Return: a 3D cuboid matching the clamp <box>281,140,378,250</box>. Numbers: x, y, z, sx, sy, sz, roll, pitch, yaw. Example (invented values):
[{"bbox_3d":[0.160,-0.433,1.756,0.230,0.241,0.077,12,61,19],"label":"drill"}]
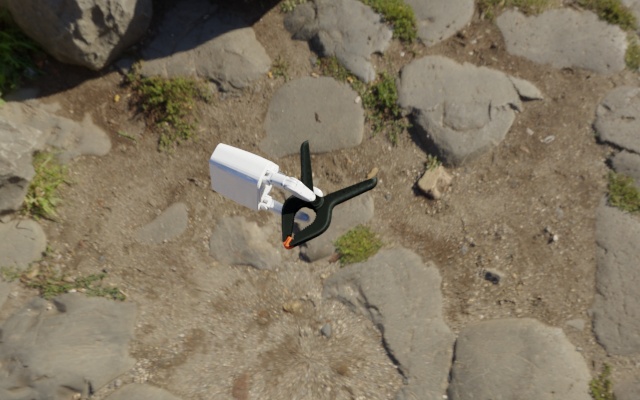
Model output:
[{"bbox_3d":[0.000,0.003,0.888,0.164,0.210,0.036,23,-17,10],"label":"clamp"}]
